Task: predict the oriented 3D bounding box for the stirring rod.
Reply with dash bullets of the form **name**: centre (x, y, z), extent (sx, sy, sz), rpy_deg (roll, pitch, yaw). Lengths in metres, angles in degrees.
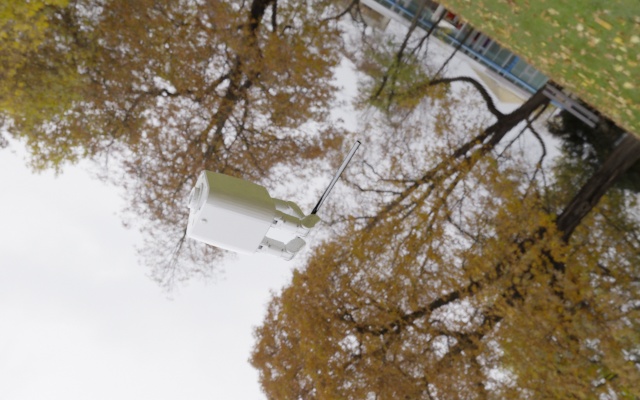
- **stirring rod**: centre (0.000, 0.002, 0.763), extent (0.011, 0.240, 0.011), rpy_deg (24, 30, -15)
